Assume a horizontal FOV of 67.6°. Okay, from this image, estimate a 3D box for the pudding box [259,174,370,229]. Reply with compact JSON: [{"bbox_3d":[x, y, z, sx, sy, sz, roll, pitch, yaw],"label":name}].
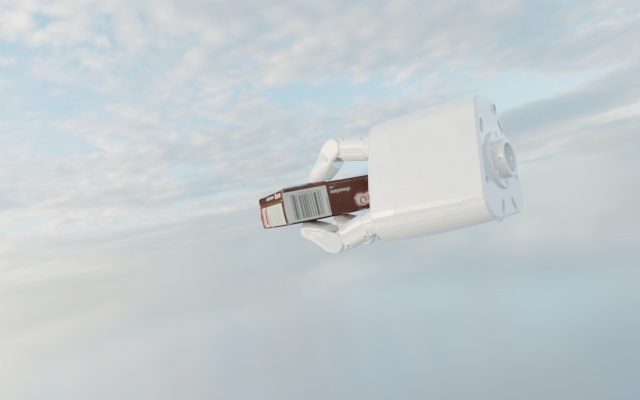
[{"bbox_3d":[0.000,0.001,0.512,0.113,0.039,0.090,-9,-3,-22],"label":"pudding box"}]
